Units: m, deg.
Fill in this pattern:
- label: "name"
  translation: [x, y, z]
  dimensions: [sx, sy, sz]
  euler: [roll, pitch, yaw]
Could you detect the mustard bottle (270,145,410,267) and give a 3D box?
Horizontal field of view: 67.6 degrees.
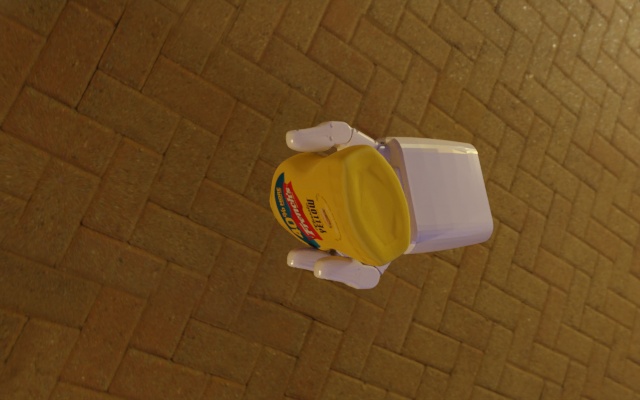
- label: "mustard bottle"
  translation: [0.000, 0.002, 0.449]
  dimensions: [0.058, 0.096, 0.191]
  euler: [-30, 16, -24]
